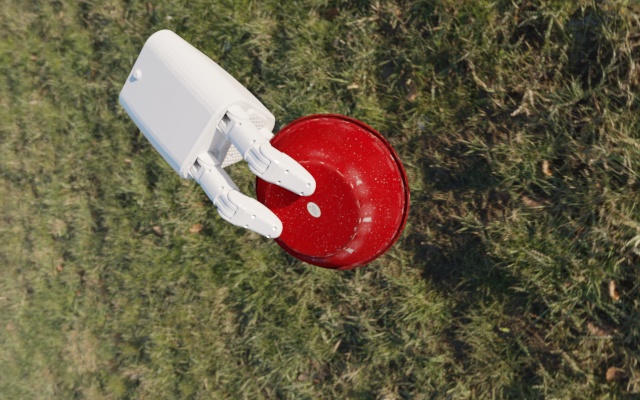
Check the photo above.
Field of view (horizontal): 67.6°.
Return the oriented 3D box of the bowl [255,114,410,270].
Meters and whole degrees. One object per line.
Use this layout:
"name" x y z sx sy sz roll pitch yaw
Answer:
"bowl" 0.001 0.002 0.454 0.162 0.162 0.055 0 16 19
